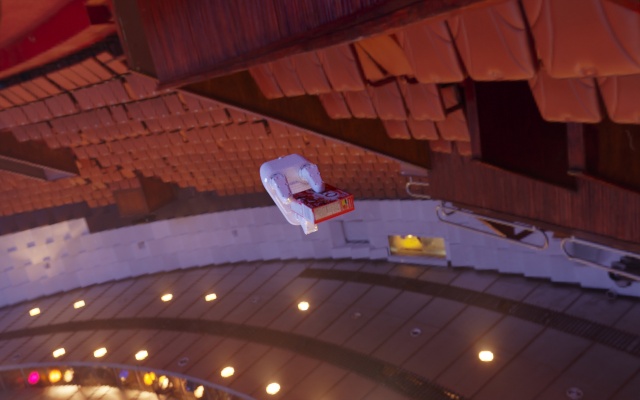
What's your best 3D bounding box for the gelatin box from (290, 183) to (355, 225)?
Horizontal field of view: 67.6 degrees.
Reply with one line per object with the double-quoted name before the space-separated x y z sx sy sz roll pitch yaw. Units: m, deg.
"gelatin box" 0.000 0.003 0.754 0.073 0.030 0.089 -18 22 -23
